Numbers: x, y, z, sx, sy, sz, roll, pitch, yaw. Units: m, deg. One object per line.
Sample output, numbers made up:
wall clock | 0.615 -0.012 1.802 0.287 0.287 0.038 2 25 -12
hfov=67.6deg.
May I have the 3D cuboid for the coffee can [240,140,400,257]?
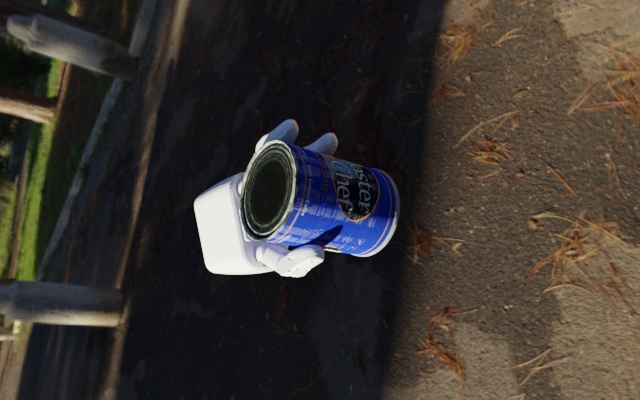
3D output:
coffee can | 0.000 0.002 0.511 0.140 0.103 0.103 13 -8 -37
